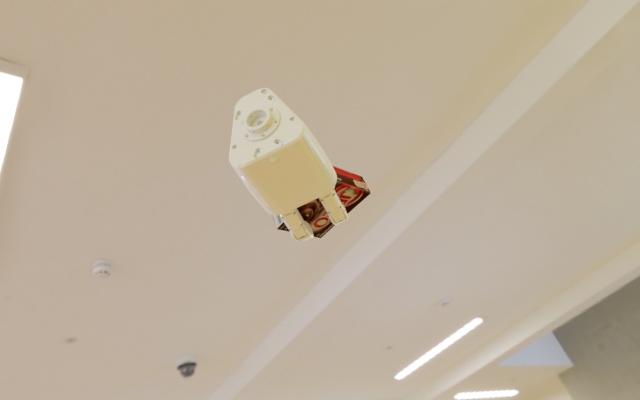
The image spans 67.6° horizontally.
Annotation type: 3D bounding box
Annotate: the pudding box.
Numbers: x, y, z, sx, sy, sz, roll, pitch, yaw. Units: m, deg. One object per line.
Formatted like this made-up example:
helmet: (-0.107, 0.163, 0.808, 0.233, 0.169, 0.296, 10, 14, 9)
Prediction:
pudding box: (0.000, 0.002, 0.667, 0.090, 0.039, 0.113, 17, -48, -44)
